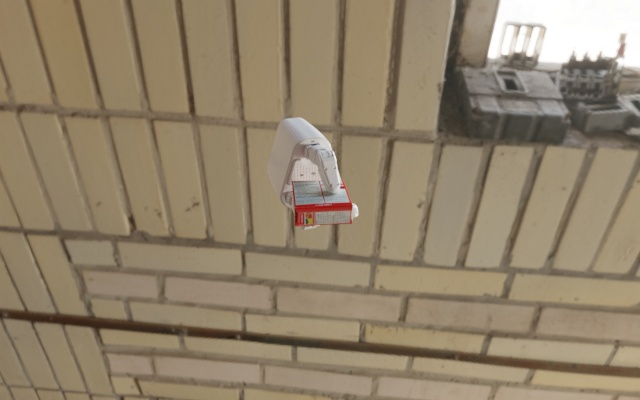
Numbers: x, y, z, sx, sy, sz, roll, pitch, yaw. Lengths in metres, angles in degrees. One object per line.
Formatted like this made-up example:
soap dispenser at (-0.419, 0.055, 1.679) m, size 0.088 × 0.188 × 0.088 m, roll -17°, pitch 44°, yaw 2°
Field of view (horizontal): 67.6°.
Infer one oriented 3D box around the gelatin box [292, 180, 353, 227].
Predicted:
gelatin box at (0.000, 0.002, 0.631) m, size 0.073 × 0.030 × 0.089 m, roll -2°, pitch 24°, yaw -6°
